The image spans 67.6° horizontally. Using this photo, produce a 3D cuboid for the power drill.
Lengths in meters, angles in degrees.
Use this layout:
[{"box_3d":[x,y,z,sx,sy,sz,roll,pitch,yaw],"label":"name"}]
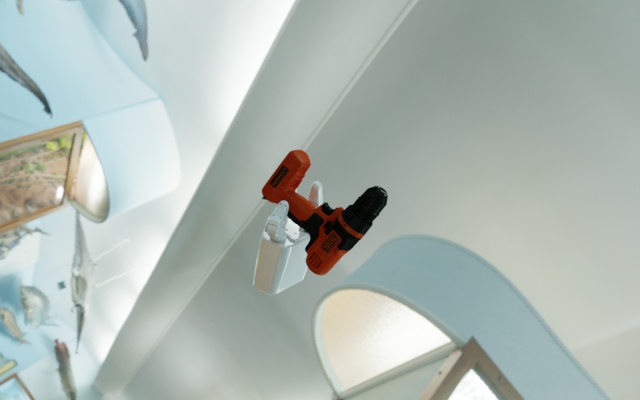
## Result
[{"box_3d":[0.000,0.002,0.793,0.187,0.184,0.057,48,21,23],"label":"power drill"}]
